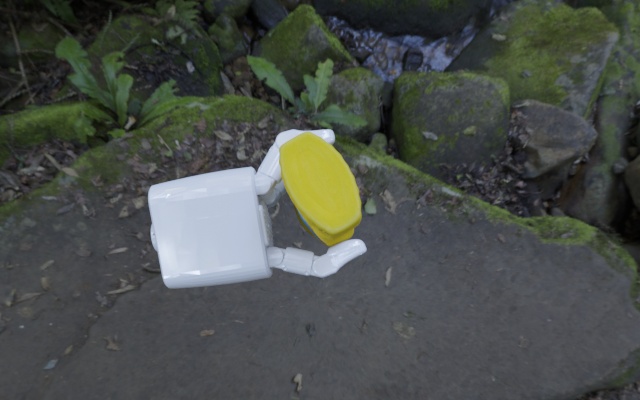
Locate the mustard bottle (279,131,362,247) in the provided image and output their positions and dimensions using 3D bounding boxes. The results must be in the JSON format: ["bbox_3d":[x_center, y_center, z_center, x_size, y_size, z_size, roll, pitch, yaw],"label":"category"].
[{"bbox_3d":[0.000,0.001,0.501,0.058,0.096,0.192,-32,-10,-6],"label":"mustard bottle"}]
